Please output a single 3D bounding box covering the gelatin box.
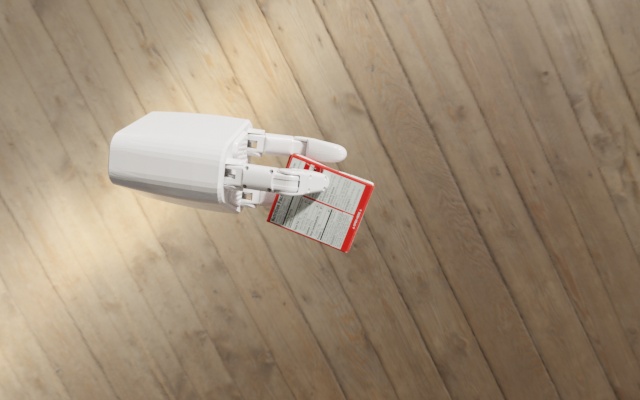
[{"bbox_3d":[0.000,0.002,0.478,0.089,0.073,0.030,21,9,4],"label":"gelatin box"}]
